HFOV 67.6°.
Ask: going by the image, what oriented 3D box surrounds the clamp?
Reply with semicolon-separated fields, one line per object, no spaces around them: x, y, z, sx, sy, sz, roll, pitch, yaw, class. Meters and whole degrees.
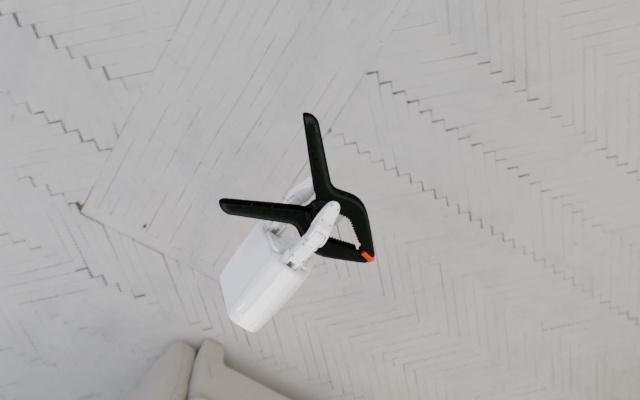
0.000;0.003;0.614;0.210;0.164;0.036;36;12;-16;clamp
